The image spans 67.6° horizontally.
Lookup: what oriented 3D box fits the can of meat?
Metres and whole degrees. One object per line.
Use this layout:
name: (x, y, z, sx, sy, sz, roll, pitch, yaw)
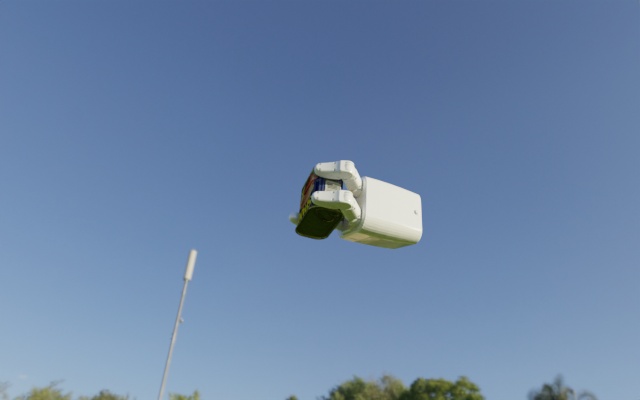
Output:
can of meat: (0.000, 0.002, 0.773, 0.057, 0.084, 0.102, 14, -33, -14)
